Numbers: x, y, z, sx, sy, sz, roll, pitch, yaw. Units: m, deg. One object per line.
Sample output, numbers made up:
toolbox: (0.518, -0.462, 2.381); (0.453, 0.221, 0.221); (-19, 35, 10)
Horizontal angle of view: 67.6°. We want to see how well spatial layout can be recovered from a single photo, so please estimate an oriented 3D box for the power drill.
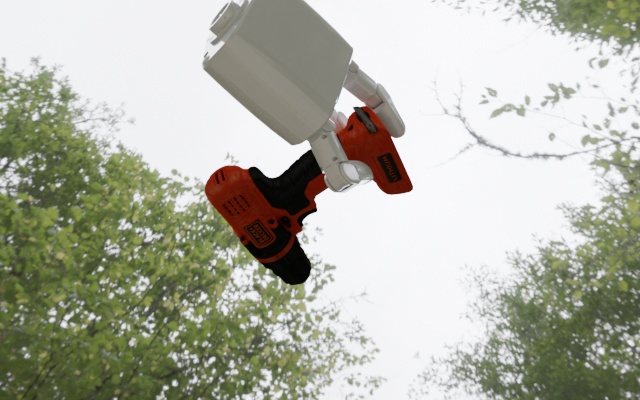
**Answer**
power drill: (0.000, 0.001, 0.503); (0.187, 0.057, 0.184); (-31, -46, 2)
